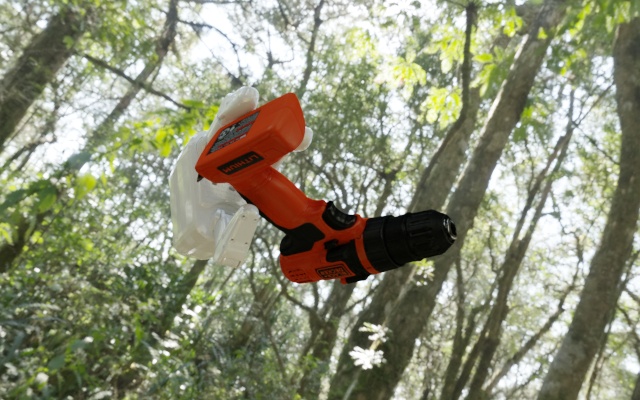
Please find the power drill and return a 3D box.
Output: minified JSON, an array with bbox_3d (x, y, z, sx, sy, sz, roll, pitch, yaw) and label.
[{"bbox_3d":[0.000,0.001,0.414,0.184,0.057,0.188,-18,-55,34],"label":"power drill"}]
